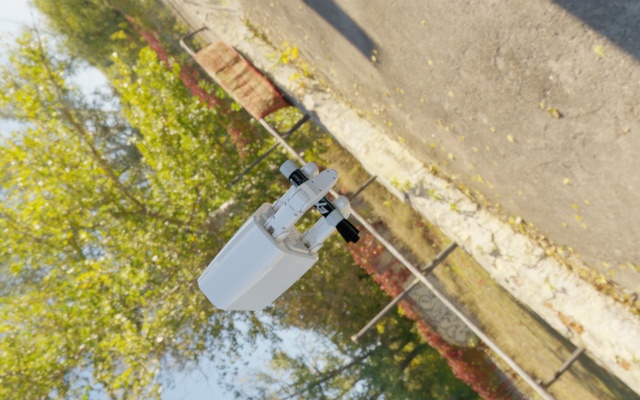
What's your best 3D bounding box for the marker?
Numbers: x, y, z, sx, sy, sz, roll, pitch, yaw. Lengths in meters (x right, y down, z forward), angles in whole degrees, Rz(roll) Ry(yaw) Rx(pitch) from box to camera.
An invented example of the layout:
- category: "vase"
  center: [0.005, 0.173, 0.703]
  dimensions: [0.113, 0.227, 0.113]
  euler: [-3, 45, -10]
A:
- category: "marker"
  center: [0.000, 0.002, 0.538]
  dimensions: [0.020, 0.121, 0.020]
  euler: [-41, -12, -11]
